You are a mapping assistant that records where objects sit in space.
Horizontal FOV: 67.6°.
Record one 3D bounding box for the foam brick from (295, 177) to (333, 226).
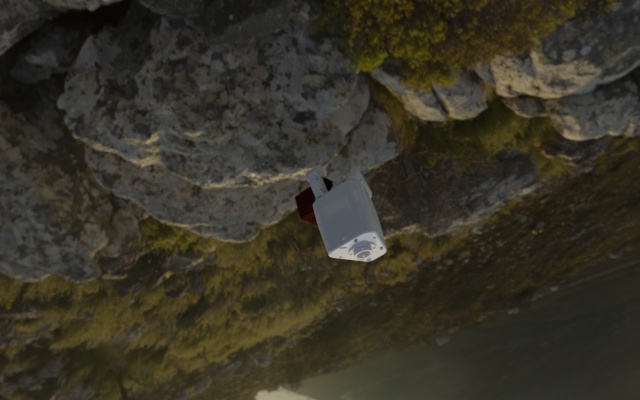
[{"bbox_3d":[0.000,0.003,0.899,0.078,0.051,0.053,-33,-34,25],"label":"foam brick"}]
